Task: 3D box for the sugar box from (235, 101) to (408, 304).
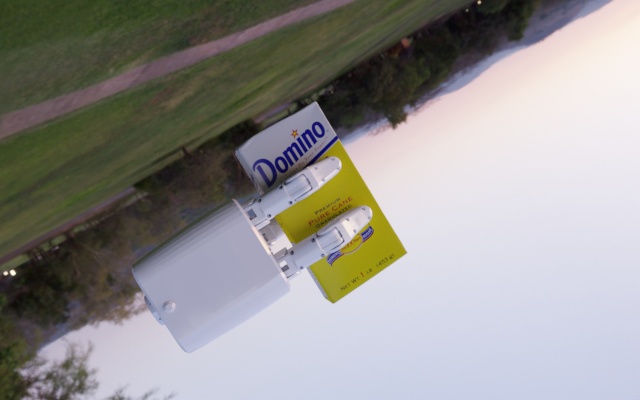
[{"bbox_3d":[0.000,0.002,0.473,0.093,0.176,0.048,-33,6,-12],"label":"sugar box"}]
